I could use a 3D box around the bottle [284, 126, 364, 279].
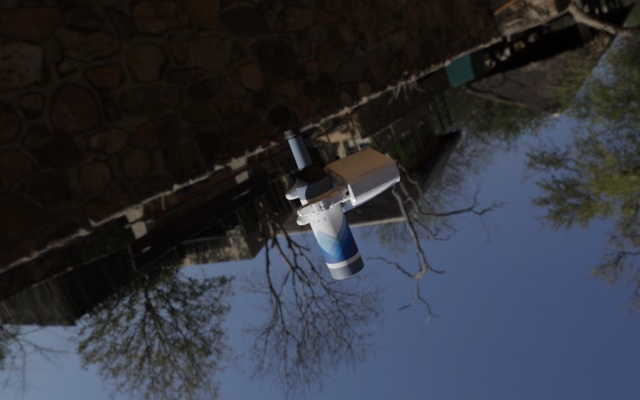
[{"bbox_3d":[0.000,0.003,0.897,0.069,0.296,0.069,-21,12,5],"label":"bottle"}]
